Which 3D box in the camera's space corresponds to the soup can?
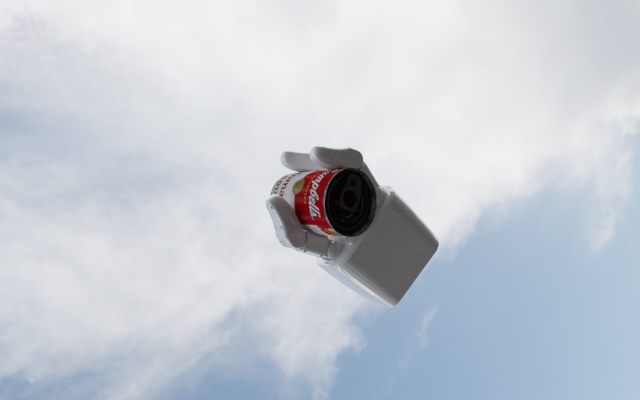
[{"bbox_3d":[0.000,0.001,0.504,0.068,0.068,0.102,0,0,-37],"label":"soup can"}]
